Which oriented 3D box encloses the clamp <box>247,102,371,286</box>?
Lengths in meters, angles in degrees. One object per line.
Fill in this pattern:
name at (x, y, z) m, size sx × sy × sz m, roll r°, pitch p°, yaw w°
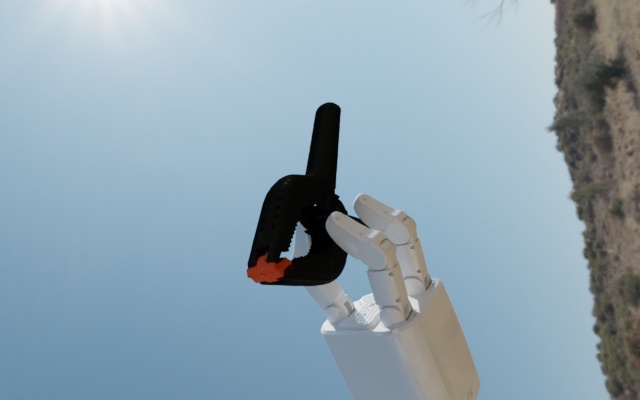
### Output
clamp at (-0.001, 0.002, 0.418) m, size 0.036 × 0.164 × 0.210 m, roll -21°, pitch 6°, yaw 33°
